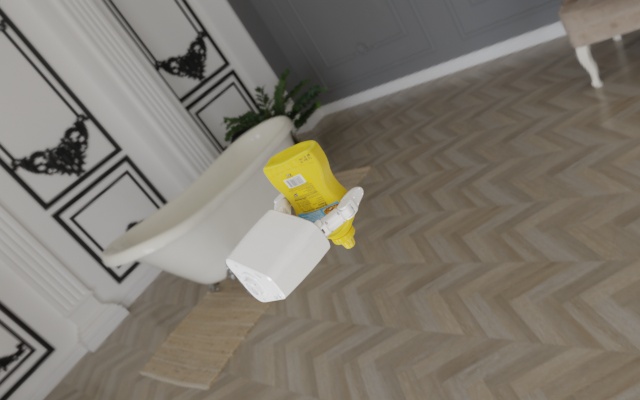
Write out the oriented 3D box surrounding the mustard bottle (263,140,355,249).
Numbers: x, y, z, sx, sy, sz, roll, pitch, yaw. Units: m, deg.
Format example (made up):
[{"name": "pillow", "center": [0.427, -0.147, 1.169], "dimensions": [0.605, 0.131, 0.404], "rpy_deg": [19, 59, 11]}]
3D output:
[{"name": "mustard bottle", "center": [0.000, 0.002, 0.751], "dimensions": [0.096, 0.192, 0.058], "rpy_deg": [-20, 27, 31]}]
